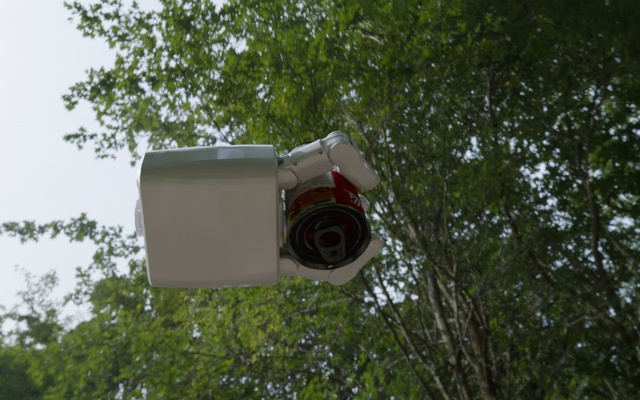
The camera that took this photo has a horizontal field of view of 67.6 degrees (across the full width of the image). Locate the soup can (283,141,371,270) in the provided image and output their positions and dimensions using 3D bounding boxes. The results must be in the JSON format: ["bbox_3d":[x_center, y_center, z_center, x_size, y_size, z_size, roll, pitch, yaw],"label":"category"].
[{"bbox_3d":[0.001,0.001,0.417,0.068,0.068,0.102,0,36,-10],"label":"soup can"}]
